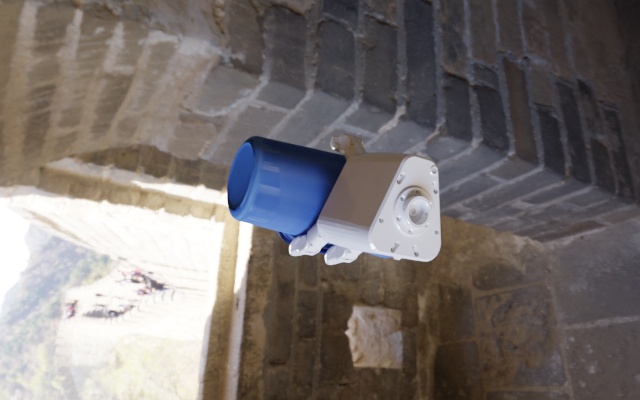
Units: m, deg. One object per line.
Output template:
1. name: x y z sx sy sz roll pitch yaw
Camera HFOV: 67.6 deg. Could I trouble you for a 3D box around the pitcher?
1. pitcher: 0.000 0.002 0.647 0.243 0.149 0.145 13 -1 -28
